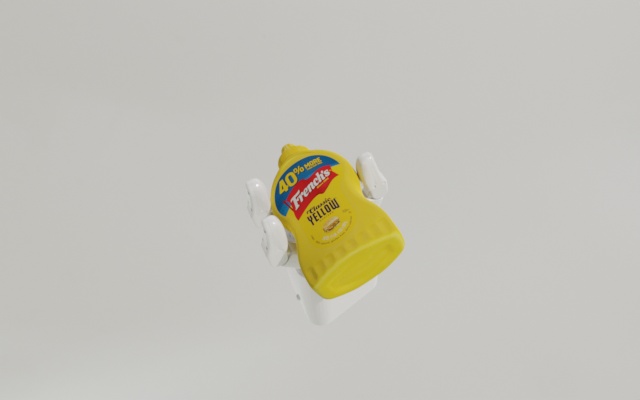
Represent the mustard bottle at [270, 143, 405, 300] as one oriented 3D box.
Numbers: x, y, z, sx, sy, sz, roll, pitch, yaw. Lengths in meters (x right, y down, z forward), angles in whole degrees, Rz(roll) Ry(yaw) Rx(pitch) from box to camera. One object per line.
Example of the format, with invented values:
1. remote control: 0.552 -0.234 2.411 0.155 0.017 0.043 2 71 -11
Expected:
1. mustard bottle: 0.000 0.002 0.492 0.096 0.191 0.058 -36 -42 5
